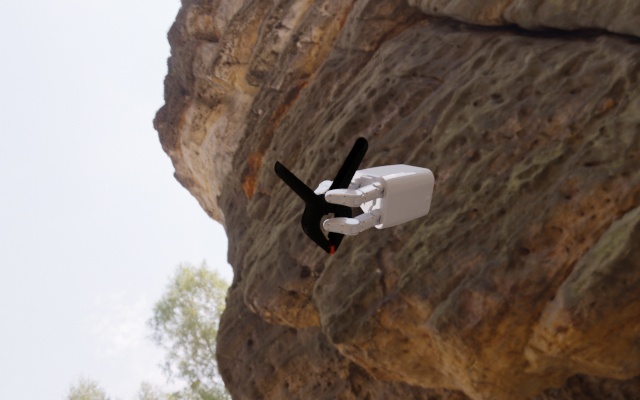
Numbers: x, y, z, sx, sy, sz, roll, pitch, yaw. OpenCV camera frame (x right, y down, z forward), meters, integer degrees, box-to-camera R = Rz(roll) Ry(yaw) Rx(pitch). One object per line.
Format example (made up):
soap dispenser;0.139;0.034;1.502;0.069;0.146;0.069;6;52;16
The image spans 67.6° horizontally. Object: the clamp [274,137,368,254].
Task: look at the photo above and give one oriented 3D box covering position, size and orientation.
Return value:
clamp;0.000;0.003;0.801;0.164;0.210;0.036;-11;32;-24
